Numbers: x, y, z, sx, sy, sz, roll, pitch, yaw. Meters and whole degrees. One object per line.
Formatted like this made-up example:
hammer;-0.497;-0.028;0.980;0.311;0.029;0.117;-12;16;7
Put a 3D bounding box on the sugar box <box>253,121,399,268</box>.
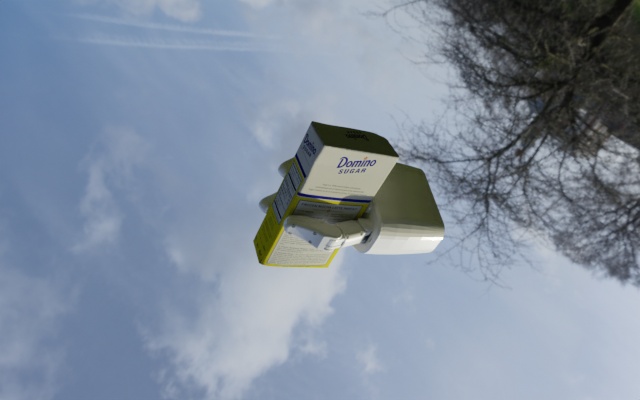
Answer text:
sugar box;0.000;0.001;0.518;0.093;0.176;0.048;6;39;-31
